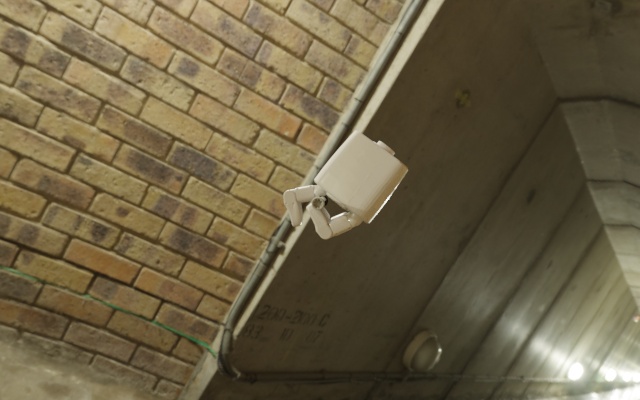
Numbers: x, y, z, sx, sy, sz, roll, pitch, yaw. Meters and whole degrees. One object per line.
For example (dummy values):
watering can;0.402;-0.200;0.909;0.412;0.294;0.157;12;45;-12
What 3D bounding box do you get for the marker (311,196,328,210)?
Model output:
marker;0.000;0.002;0.736;0.020;0.020;0.121;0;2;4
